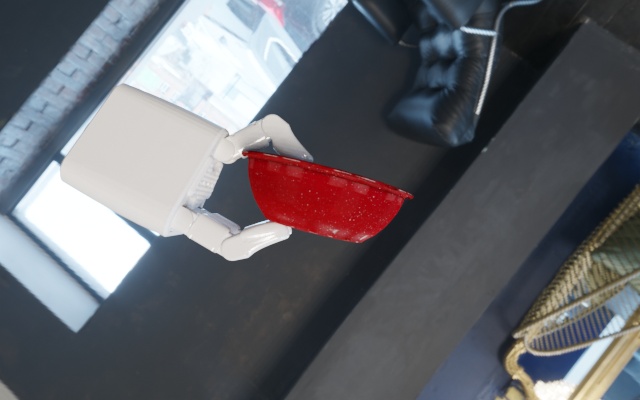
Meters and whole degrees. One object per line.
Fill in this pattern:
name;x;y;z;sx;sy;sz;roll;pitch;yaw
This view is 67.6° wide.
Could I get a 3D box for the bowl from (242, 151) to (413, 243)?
bowl;0.001;0.002;0.441;0.162;0.055;0.162;14;-1;0
